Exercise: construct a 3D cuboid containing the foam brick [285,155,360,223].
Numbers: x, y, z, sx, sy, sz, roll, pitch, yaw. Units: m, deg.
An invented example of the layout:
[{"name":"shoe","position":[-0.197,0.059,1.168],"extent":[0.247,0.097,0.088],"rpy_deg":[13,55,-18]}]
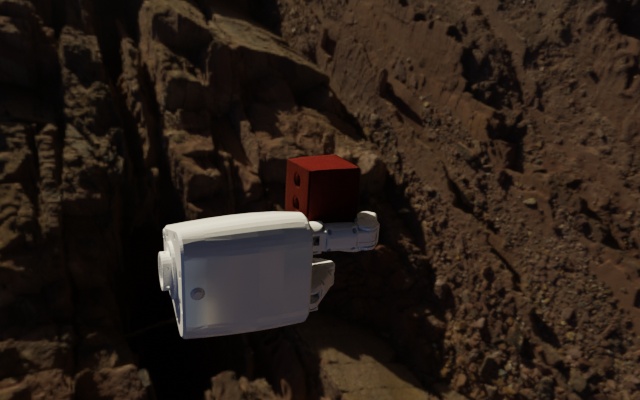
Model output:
[{"name":"foam brick","position":[0.000,0.001,0.441],"extent":[0.051,0.078,0.053],"rpy_deg":[-4,18,-24]}]
